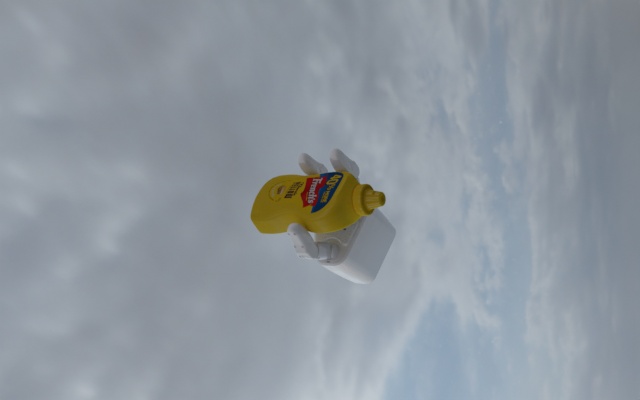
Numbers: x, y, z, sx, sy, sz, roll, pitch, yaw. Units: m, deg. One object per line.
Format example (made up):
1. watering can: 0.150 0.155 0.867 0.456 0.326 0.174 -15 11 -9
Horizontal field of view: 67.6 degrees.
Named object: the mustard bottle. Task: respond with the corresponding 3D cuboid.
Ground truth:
1. mustard bottle: 0.000 0.002 0.652 0.191 0.058 0.096 -2 42 35
